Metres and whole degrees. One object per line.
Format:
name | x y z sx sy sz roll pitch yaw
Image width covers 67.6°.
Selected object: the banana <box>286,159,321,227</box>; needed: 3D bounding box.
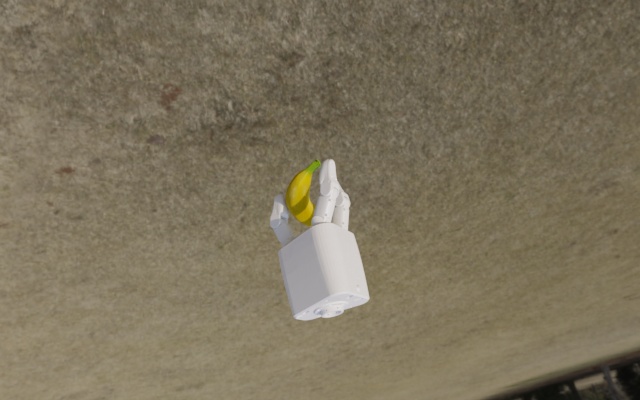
banana | -0.018 0.006 0.778 0.069 0.037 0.198 -17 -28 -1
